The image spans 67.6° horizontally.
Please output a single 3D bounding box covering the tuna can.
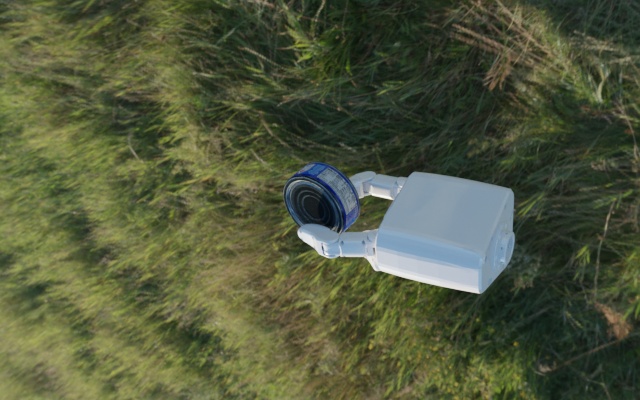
[{"bbox_3d":[0.000,0.002,0.534,0.086,0.086,0.033,0,30,43],"label":"tuna can"}]
